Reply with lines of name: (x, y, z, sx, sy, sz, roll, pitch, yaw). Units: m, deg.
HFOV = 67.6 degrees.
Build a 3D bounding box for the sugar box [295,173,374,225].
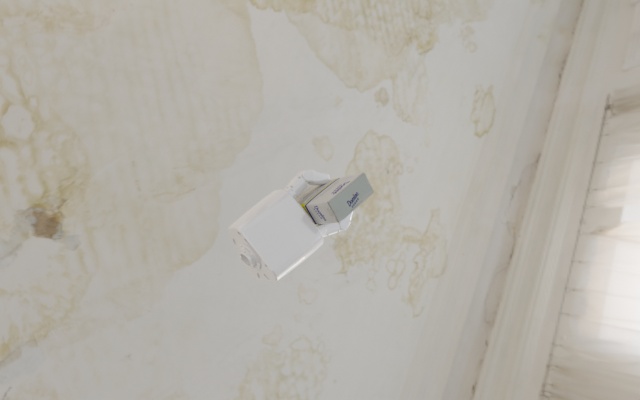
sugar box: (0.000, 0.003, 0.819, 0.093, 0.048, 0.176, -39, 19, -31)
